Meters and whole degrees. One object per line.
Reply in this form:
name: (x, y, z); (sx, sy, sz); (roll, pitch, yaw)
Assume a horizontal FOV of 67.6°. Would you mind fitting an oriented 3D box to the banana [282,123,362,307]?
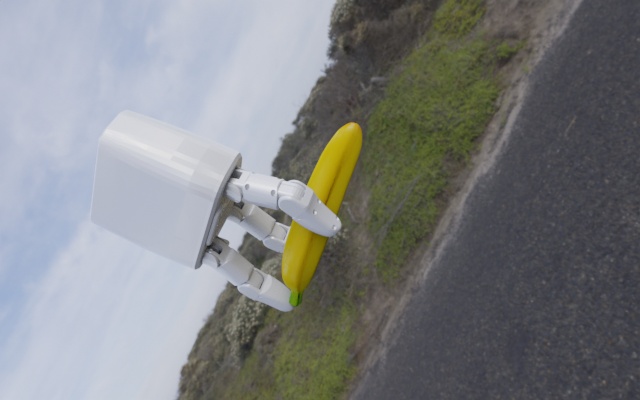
banana: (0.001, 0.000, 0.453); (0.037, 0.197, 0.070); (22, -15, -1)
